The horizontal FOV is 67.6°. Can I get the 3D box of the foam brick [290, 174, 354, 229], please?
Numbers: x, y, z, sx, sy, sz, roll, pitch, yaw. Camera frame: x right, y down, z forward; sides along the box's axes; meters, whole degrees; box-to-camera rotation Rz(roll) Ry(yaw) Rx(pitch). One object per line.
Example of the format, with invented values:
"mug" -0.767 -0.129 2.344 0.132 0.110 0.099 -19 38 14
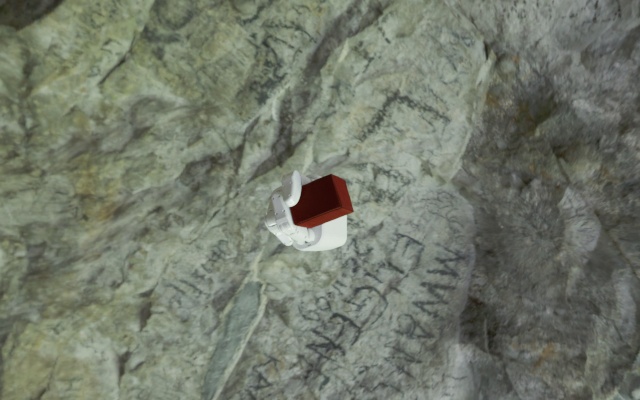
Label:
"foam brick" 0.000 0.002 0.689 0.078 0.053 0.051 -21 -17 22
